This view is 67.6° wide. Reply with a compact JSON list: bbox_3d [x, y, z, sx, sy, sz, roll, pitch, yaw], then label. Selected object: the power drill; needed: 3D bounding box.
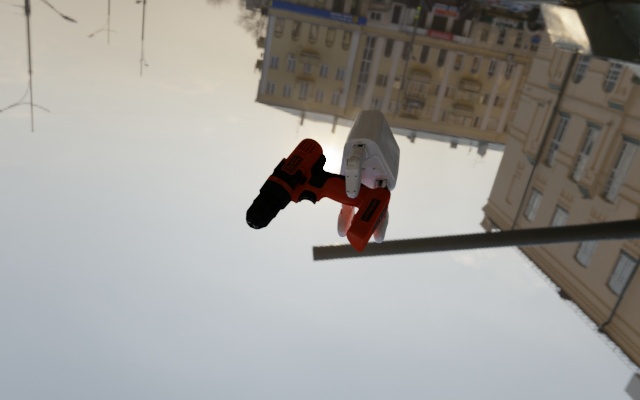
[{"bbox_3d":[0.001,0.002,0.743,0.187,0.184,0.057,29,-25,14],"label":"power drill"}]
